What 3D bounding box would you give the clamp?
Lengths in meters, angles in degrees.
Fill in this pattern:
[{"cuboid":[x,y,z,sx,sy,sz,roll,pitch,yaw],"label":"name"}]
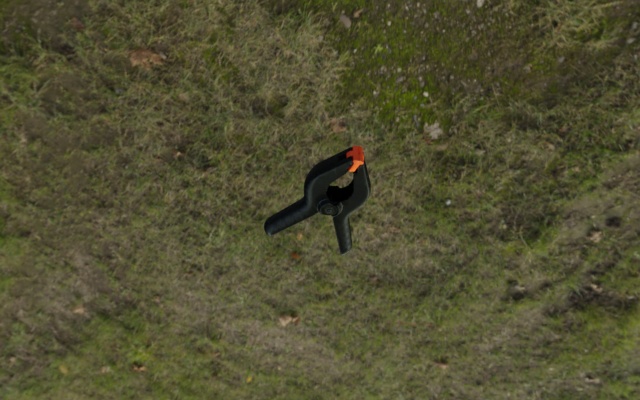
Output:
[{"cuboid":[0.000,0.002,0.582,0.120,0.172,0.039,6,43,-14],"label":"clamp"}]
